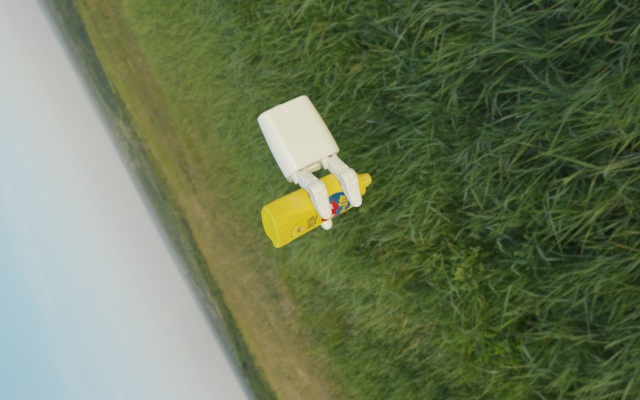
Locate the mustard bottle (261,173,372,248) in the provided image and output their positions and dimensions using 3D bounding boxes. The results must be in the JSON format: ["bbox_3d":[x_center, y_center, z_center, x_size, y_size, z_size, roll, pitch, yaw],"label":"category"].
[{"bbox_3d":[0.000,0.003,0.775,0.191,0.058,0.096,-27,-28,-18],"label":"mustard bottle"}]
